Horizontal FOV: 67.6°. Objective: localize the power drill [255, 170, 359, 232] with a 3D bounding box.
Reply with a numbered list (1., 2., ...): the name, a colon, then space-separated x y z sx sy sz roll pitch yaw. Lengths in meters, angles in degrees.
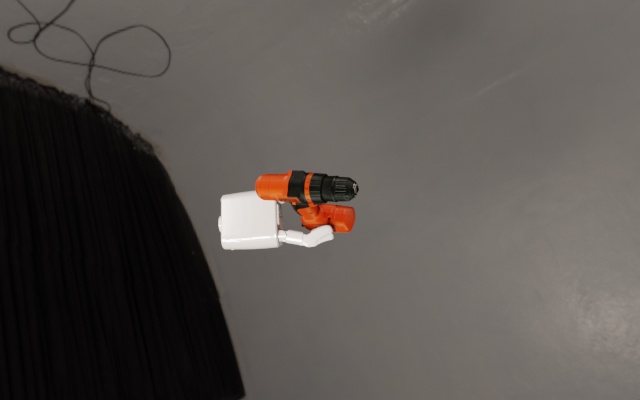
1. power drill: 0.000 0.003 0.859 0.184 0.057 0.188 4 -21 24
